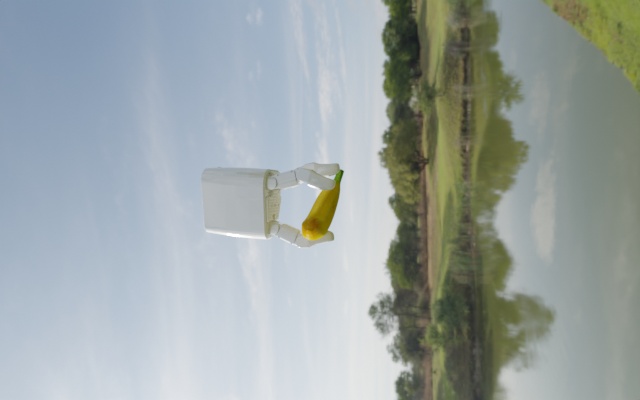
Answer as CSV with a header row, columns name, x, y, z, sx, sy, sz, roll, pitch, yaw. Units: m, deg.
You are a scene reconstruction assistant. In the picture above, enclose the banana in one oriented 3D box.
name,x,y,z,sx,sy,sz,roll,pitch,yaw
banana,0.000,0.017,0.723,0.037,0.070,0.197,9,28,9
